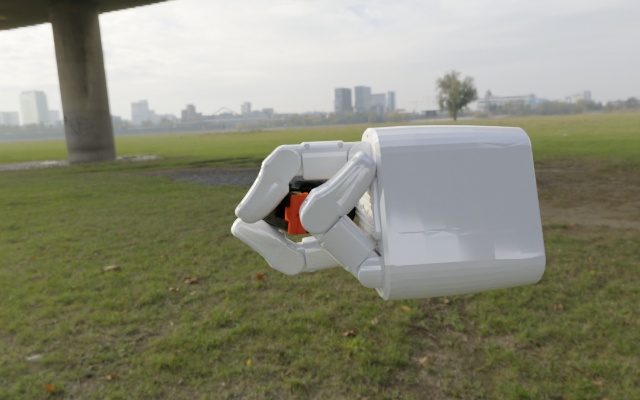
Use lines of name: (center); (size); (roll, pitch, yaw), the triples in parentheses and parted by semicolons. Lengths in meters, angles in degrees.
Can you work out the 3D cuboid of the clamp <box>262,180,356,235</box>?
clamp: (0.000, 0.001, 0.404); (0.120, 0.039, 0.171); (-3, 9, -5)
